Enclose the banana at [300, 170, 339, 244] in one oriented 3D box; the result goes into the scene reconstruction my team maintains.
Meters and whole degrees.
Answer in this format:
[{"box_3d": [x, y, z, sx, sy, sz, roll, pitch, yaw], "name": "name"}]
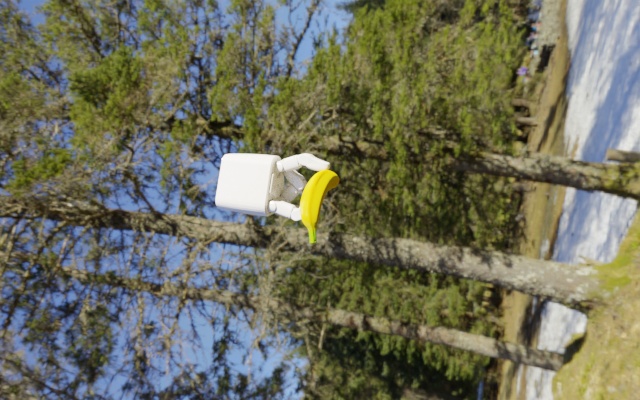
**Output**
[{"box_3d": [-0.002, -0.011, 0.831, 0.037, 0.070, 0.197, 5, 35, 15], "name": "banana"}]
